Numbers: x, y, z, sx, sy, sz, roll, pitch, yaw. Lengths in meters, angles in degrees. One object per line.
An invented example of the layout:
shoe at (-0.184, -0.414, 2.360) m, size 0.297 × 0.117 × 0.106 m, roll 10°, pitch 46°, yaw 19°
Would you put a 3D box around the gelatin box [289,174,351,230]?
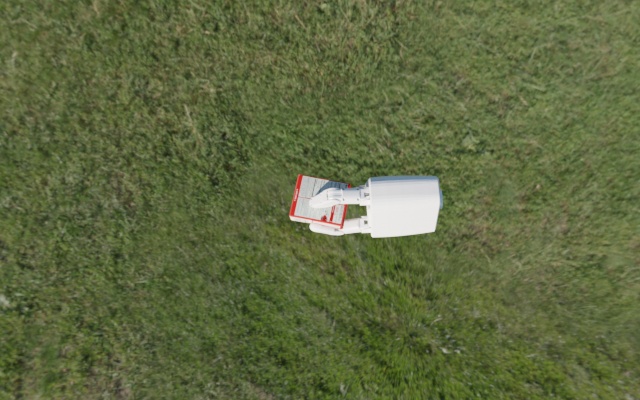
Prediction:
gelatin box at (0.000, 0.002, 0.779) m, size 0.089 × 0.073 × 0.030 m, roll 11°, pitch -15°, yaw 4°
